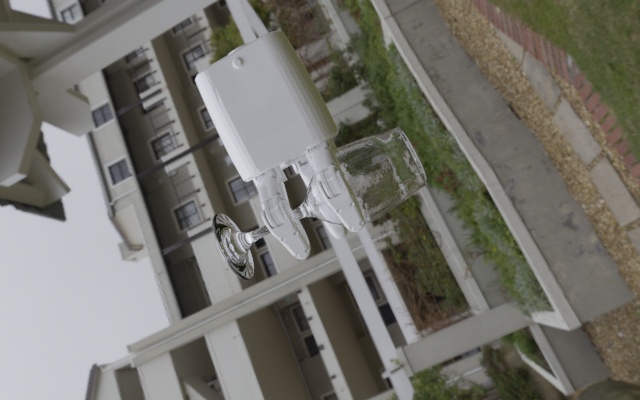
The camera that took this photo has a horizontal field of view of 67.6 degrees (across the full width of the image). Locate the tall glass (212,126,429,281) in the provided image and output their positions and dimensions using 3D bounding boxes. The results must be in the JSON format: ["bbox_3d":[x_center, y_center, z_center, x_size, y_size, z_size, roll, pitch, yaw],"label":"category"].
[{"bbox_3d":[0.000,0.002,0.464,0.201,0.079,0.079,-27,-4,8],"label":"tall glass"}]
